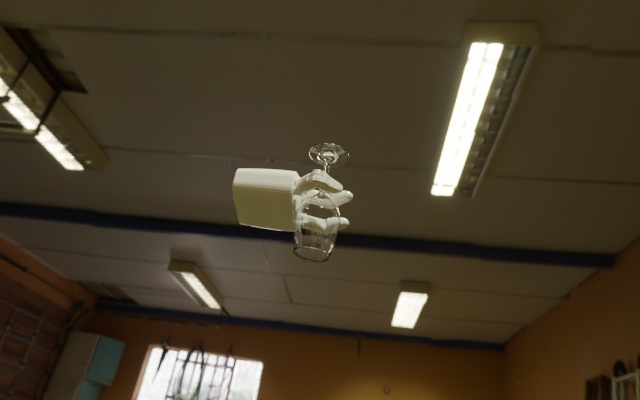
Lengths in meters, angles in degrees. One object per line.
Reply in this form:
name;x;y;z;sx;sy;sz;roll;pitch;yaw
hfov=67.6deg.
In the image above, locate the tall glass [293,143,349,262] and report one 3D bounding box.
tall glass;0.000;0.002;0.829;0.079;0.201;0.079;7;-28;4
